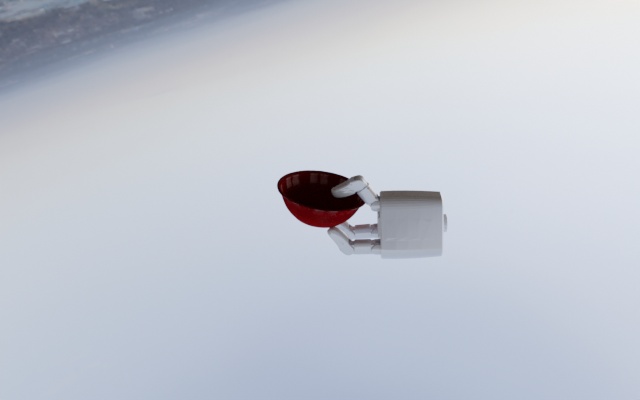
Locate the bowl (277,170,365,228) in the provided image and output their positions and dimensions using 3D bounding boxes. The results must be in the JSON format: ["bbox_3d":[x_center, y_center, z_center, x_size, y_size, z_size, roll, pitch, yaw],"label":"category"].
[{"bbox_3d":[-0.001,0.003,0.850,0.162,0.055,0.162,8,27,-4],"label":"bowl"}]
